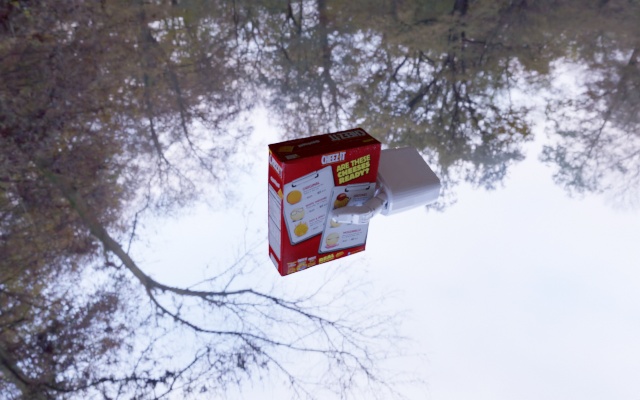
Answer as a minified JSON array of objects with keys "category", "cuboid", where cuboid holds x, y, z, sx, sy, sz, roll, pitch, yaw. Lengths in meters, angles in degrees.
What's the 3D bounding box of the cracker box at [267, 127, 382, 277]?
[{"category":"cracker box","cuboid":[0.000,0.003,0.760,0.164,0.214,0.072,-14,38,-25]}]
